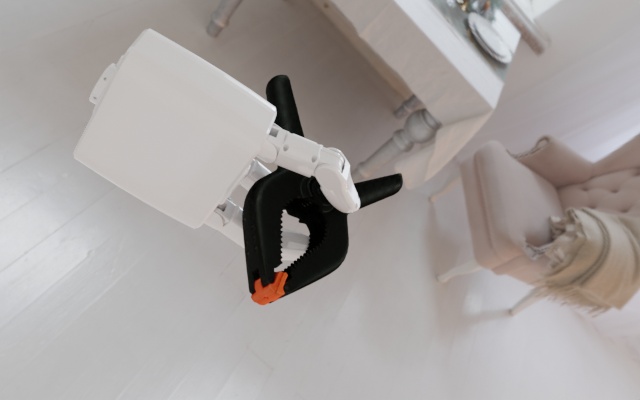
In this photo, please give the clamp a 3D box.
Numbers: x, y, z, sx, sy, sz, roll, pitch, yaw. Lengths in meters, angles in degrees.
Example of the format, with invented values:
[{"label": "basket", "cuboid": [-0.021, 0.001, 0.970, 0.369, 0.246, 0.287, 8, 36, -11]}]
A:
[{"label": "clamp", "cuboid": [0.000, 0.001, 0.404, 0.164, 0.209, 0.036, 32, -43, -20]}]
